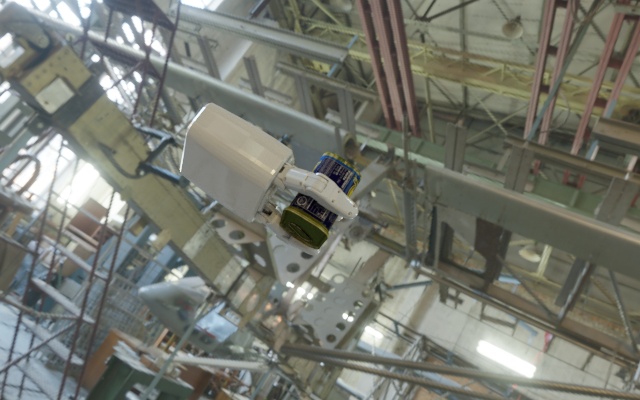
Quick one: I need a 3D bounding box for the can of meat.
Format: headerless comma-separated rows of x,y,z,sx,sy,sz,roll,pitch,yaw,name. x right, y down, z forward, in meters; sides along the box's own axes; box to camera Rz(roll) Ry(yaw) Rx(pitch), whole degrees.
0.000,0.002,0.556,0.057,0.084,0.102,32,-18,2,can of meat
